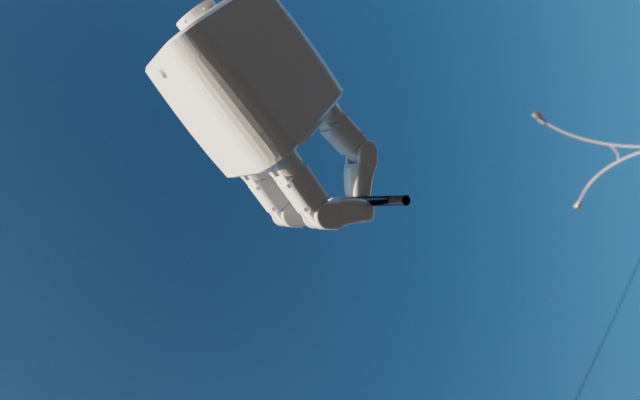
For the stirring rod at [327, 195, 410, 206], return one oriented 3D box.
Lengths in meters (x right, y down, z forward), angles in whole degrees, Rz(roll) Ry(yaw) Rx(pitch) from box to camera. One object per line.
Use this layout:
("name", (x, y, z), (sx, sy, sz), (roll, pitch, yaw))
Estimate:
("stirring rod", (0.000, 0.001, 0.452), (0.011, 0.011, 0.239), (0, -1, -31))
